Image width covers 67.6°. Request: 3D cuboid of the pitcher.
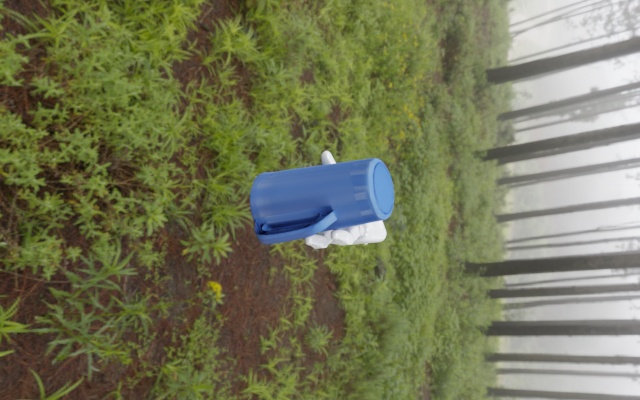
[{"bbox_3d":[0.000,0.003,0.860,0.243,0.149,0.145,-9,-14,28],"label":"pitcher"}]
